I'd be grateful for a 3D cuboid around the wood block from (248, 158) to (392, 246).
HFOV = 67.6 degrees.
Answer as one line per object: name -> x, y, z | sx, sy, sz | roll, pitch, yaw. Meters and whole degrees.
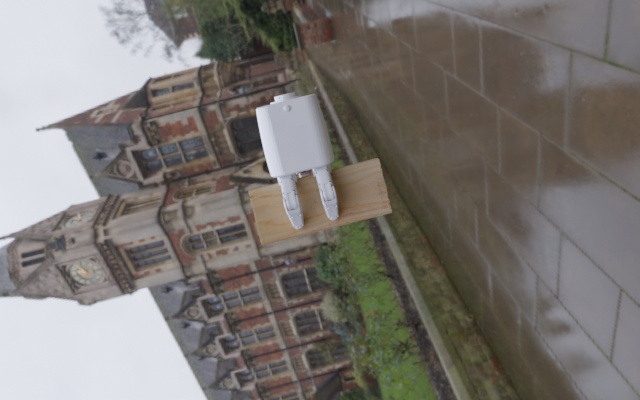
wood block -> 0.000, 0.002, 0.771 | 0.206, 0.090, 0.091 | -14, 0, 0
